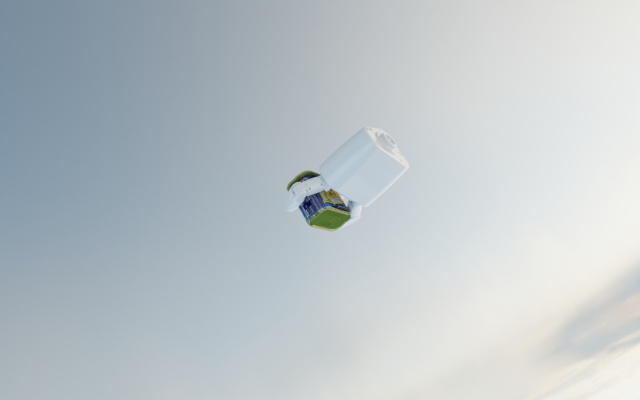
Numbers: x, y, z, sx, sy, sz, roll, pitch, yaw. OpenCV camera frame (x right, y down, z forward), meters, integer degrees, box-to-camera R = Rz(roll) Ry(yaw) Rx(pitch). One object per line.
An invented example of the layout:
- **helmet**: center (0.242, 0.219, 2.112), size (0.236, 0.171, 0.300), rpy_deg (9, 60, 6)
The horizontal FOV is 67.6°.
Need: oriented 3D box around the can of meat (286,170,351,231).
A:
- **can of meat**: center (0.000, 0.003, 0.843), size (0.057, 0.084, 0.102), rpy_deg (-41, -30, 21)
